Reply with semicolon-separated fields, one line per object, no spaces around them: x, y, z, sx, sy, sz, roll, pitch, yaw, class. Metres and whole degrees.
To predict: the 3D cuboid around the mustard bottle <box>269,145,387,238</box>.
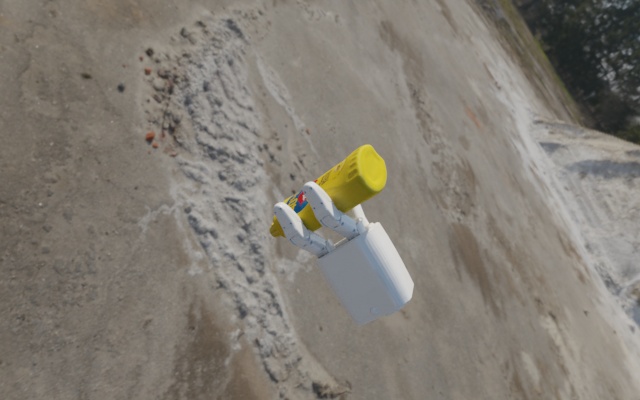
0.000;0.002;0.660;0.192;0.058;0.096;-34;20;30;mustard bottle
